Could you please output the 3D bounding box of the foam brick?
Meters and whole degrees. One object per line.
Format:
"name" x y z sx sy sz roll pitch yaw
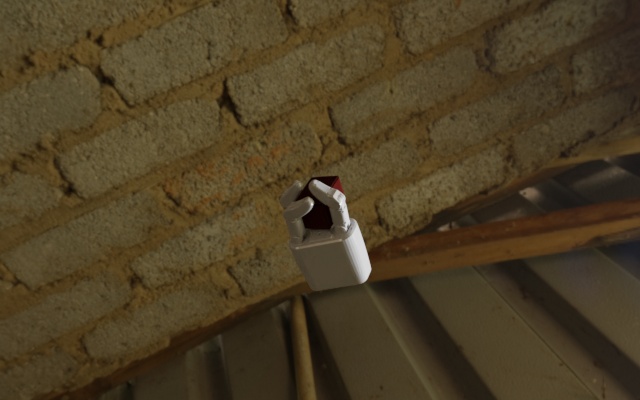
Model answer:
"foam brick" 0.000 0.002 0.783 0.053 0.051 0.078 0 37 29
